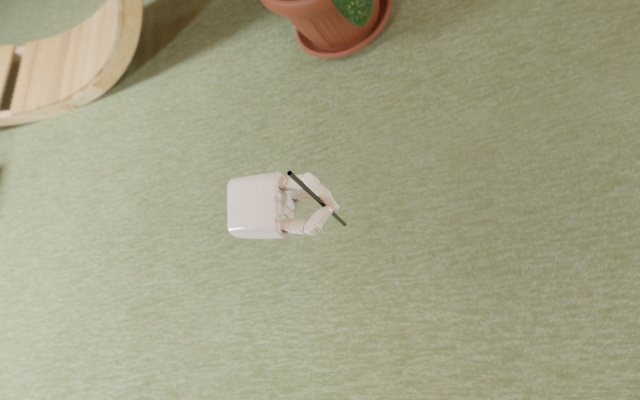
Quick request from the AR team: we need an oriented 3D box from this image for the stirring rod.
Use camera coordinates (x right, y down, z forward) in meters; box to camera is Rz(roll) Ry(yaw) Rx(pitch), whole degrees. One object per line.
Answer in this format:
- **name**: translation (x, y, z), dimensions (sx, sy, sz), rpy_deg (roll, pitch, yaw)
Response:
- **stirring rod**: translation (0.000, 0.003, 0.816), dimensions (0.011, 0.011, 0.240), rpy_deg (0, -21, 24)
